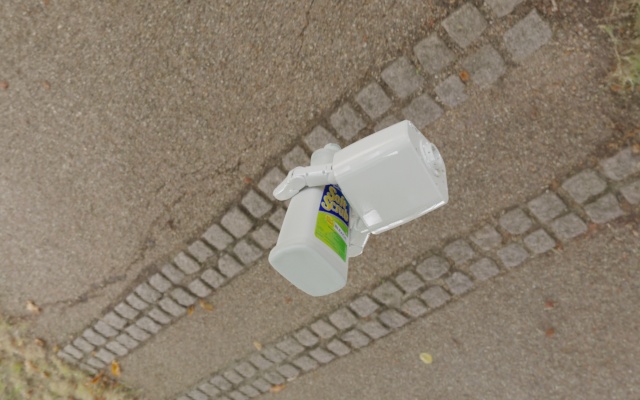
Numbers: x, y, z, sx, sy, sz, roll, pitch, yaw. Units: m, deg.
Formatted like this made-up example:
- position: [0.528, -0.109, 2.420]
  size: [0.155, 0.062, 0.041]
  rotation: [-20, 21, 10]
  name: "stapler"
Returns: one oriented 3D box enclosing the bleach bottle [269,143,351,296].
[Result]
- position: [0.000, 0.002, 0.662]
  size: [0.068, 0.250, 0.103]
  rotation: [-25, -55, 29]
  name: "bleach bottle"
